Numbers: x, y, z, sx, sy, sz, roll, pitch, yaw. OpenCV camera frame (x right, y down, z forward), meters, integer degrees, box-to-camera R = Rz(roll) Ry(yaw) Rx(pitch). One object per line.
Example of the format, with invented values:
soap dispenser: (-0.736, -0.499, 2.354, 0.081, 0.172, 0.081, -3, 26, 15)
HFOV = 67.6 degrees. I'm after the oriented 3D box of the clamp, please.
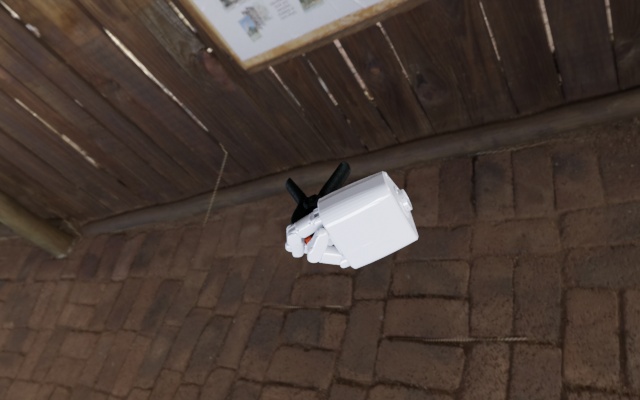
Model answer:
clamp: (0.000, 0.002, 0.780, 0.120, 0.171, 0.039, -26, -48, 17)
